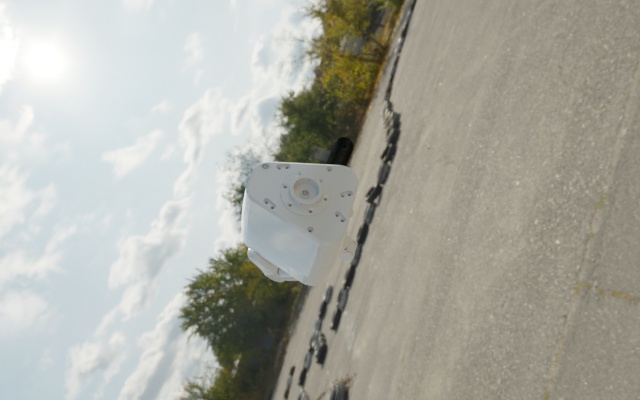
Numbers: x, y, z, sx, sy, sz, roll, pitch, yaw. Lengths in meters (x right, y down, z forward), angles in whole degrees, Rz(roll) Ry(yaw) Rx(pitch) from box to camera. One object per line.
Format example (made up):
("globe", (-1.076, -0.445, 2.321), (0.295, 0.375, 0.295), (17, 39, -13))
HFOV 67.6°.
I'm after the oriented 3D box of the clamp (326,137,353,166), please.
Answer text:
("clamp", (-0.001, 0.002, 0.614), (0.039, 0.171, 0.120), (17, -30, 1))
